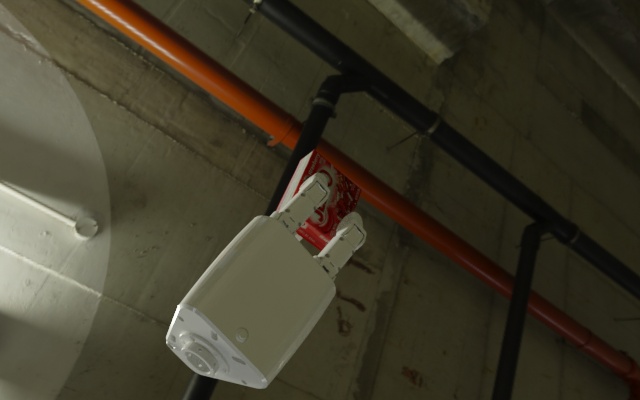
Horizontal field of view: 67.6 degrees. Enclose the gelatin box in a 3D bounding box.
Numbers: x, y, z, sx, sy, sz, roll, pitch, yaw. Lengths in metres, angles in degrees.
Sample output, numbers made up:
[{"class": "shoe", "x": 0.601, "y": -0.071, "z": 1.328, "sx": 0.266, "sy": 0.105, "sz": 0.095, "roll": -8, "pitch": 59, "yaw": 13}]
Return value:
[{"class": "gelatin box", "x": 0.000, "y": 0.002, "z": 0.504, "sx": 0.073, "sy": 0.089, "sz": 0.030, "roll": 39, "pitch": -43, "yaw": -19}]
